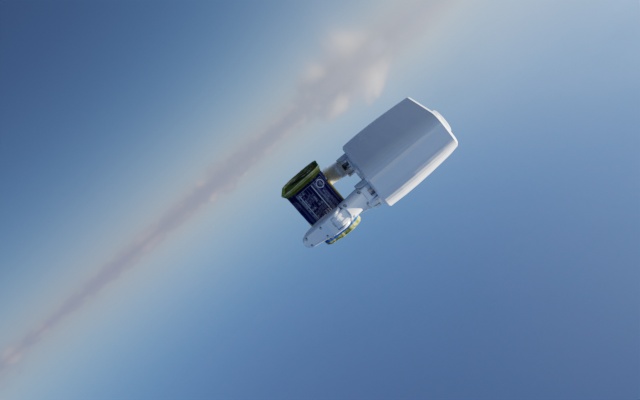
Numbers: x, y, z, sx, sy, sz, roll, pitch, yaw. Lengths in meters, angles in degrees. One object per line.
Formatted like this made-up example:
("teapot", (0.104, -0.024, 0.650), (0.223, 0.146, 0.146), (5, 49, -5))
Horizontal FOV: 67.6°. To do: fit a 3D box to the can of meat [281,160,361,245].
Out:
("can of meat", (0.000, 0.002, 0.595), (0.057, 0.084, 0.102), (-40, 10, 3))
